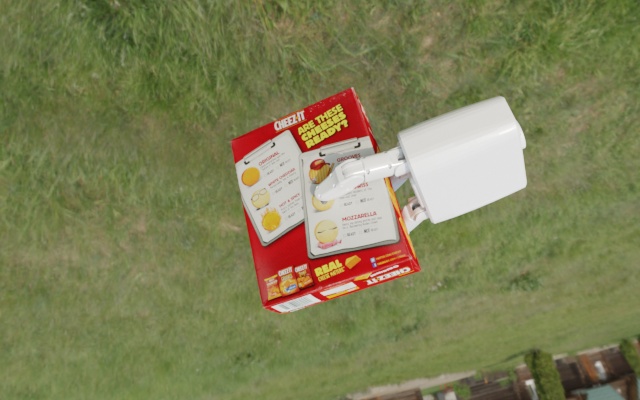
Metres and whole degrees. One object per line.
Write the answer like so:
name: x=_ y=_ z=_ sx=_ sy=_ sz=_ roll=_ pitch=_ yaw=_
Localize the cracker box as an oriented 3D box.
cracker box: x=0.000 y=0.002 z=0.543 sx=0.164 sy=0.213 sz=0.072 roll=-21 pitch=-26 yaw=12
